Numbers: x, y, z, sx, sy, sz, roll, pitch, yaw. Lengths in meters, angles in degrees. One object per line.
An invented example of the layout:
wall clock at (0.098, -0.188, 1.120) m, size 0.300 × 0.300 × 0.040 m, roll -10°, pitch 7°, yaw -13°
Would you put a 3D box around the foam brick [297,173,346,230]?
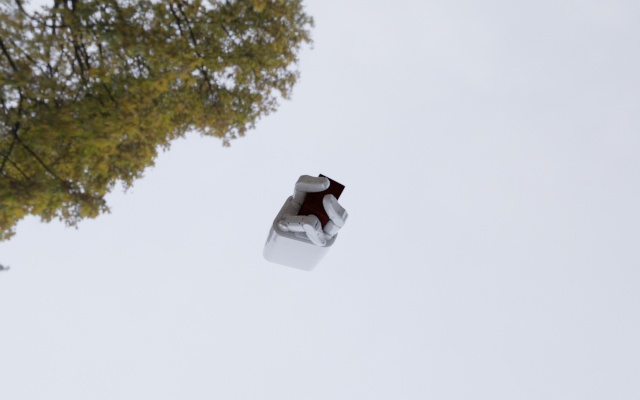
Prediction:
foam brick at (0.000, 0.003, 0.827) m, size 0.053 × 0.078 × 0.051 m, roll 29°, pitch -40°, yaw 1°
